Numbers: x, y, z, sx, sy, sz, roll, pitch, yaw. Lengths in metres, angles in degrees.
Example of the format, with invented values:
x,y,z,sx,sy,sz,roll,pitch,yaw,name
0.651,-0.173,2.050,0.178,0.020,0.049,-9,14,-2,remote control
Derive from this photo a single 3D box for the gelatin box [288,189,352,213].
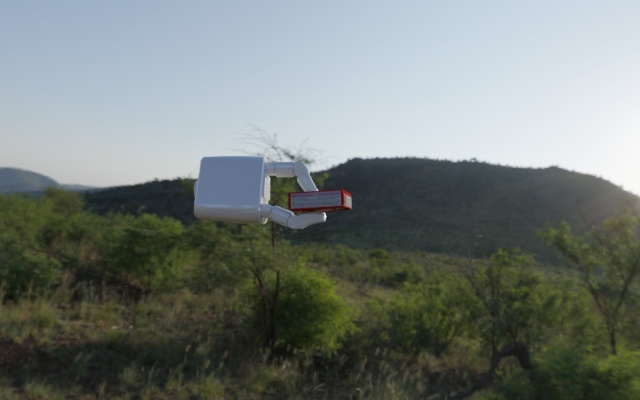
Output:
x,y,z,sx,sy,sz,roll,pitch,yaw,name
0.000,0.002,0.764,0.089,0.030,0.073,-4,-6,13,gelatin box
